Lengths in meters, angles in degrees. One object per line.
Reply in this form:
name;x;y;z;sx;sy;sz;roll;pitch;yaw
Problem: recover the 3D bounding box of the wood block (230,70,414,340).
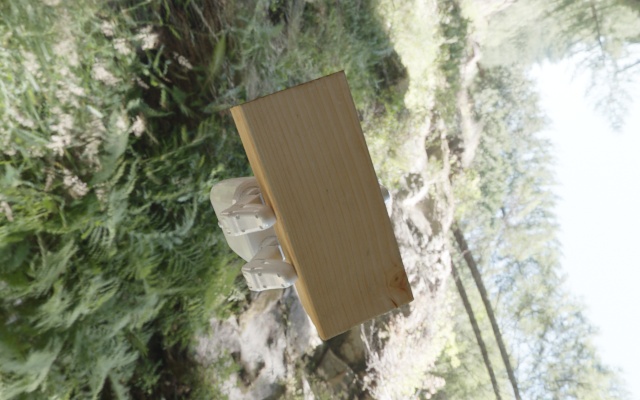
wood block;0.000;0.001;0.427;0.091;0.206;0.090;-22;14;-11
